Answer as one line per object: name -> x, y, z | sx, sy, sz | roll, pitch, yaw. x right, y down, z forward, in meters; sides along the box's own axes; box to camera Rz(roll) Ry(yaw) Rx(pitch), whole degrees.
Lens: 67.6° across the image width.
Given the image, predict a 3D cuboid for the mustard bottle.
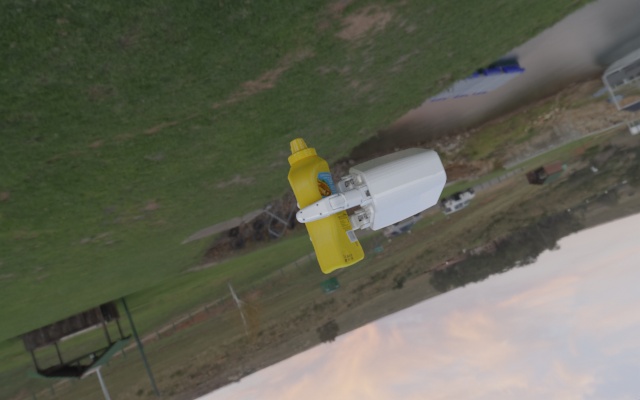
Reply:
mustard bottle -> 0.000, 0.003, 0.672 | 0.058, 0.191, 0.096 | -23, -6, 19
